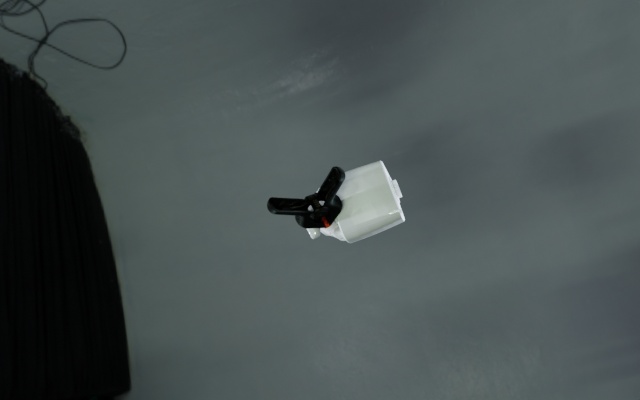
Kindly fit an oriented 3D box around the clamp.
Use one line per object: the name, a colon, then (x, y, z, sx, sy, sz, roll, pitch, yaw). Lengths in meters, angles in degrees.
clamp: (0.000, 0.003, 0.740, 0.120, 0.039, 0.171, -24, -19, 12)
